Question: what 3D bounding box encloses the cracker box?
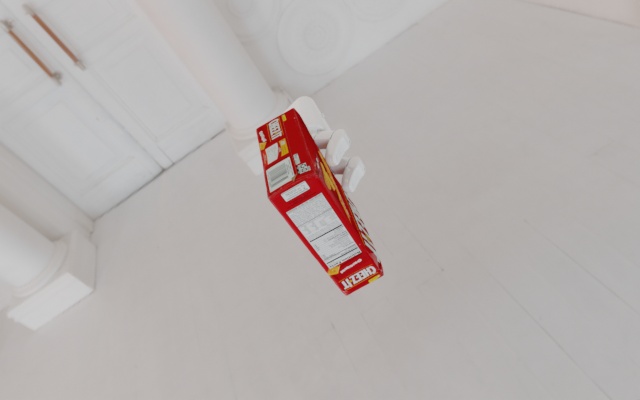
[{"bbox_3d":[0.000,0.002,0.659,0.072,0.214,0.164,-29,38,8],"label":"cracker box"}]
